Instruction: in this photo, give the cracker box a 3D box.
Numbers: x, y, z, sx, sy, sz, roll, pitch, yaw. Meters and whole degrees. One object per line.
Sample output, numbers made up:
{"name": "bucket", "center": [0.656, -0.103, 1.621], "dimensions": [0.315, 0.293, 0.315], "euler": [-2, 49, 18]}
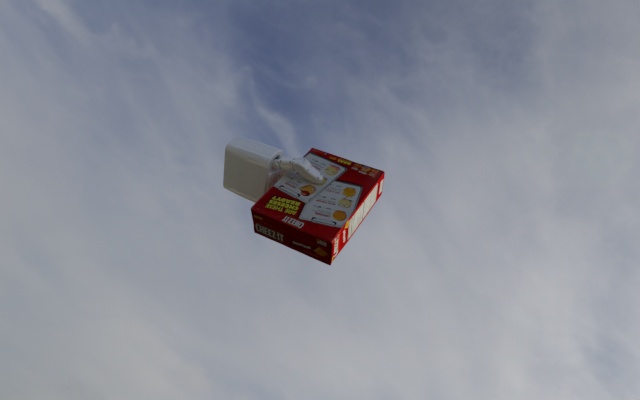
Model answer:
{"name": "cracker box", "center": [0.000, 0.003, 0.887], "dimensions": [0.164, 0.072, 0.213], "euler": [21, 46, 22]}
